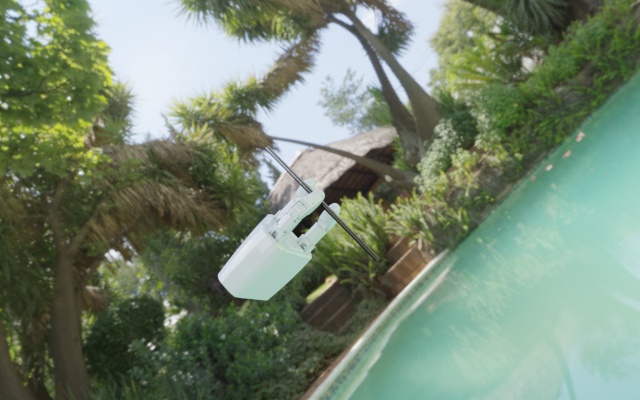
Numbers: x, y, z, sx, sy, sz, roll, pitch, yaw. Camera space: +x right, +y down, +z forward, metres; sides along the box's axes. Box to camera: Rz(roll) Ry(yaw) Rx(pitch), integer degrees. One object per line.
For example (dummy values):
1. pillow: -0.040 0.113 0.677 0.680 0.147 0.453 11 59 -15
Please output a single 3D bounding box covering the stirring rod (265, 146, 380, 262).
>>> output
1. stirring rod: 0.000 0.002 0.711 0.239 0.011 0.011 45 12 12
